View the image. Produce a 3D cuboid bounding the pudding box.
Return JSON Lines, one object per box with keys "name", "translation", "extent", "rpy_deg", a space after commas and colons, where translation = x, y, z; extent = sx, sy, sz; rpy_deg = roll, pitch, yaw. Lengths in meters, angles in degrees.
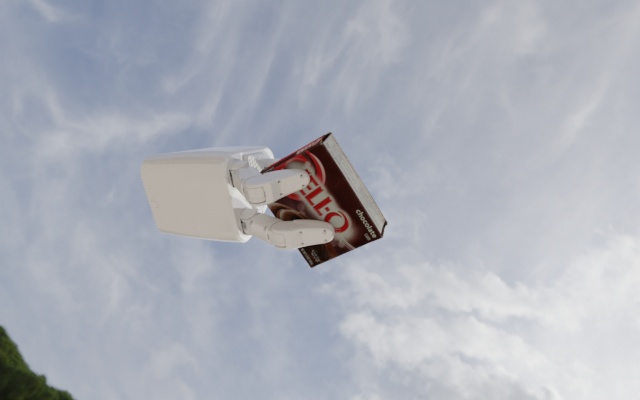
{"name": "pudding box", "translation": [0.000, 0.002, 0.478], "extent": [0.090, 0.113, 0.039], "rpy_deg": [-27, 16, 30]}
